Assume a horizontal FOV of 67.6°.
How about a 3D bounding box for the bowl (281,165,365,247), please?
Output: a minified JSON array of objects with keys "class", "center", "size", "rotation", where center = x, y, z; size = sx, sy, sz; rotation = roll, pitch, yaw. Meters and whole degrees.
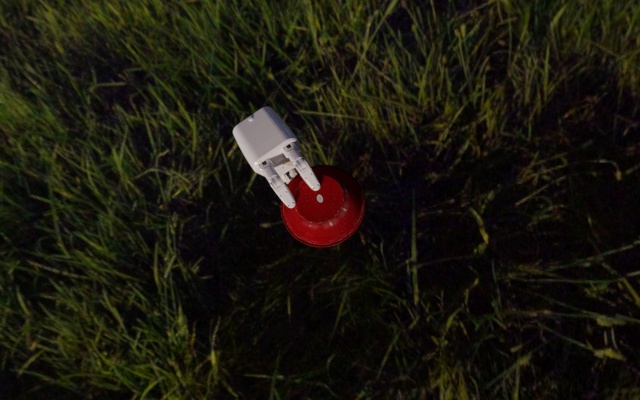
[{"class":"bowl","center":[0.001,0.004,0.882],"size":[0.162,0.162,0.055],"rotation":[0,-14,8]}]
